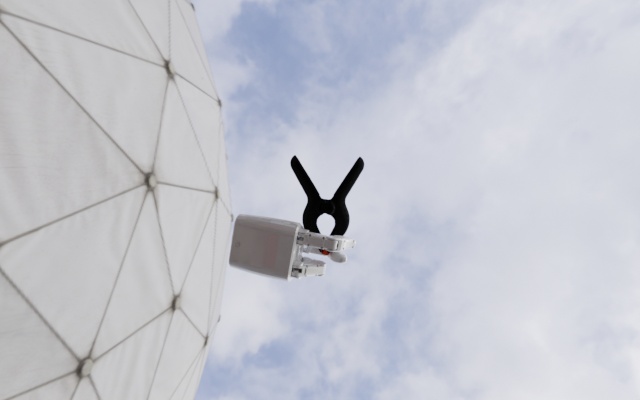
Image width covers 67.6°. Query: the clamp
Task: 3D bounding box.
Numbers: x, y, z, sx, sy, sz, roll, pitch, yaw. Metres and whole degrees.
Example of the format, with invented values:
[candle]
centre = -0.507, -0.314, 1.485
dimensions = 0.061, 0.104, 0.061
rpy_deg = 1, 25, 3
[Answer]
[clamp]
centre = 0.000, 0.003, 0.794
dimensions = 0.120, 0.171, 0.039
rpy_deg = 11, 7, 7
